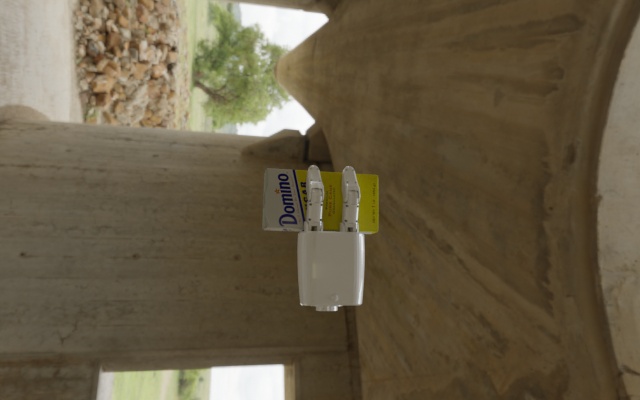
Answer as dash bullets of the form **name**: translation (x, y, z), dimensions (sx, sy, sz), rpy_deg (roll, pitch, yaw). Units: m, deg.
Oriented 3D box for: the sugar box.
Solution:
- **sugar box**: translation (0.000, 0.002, 0.741), dimensions (0.176, 0.093, 0.048), rpy_deg (2, -10, -13)
